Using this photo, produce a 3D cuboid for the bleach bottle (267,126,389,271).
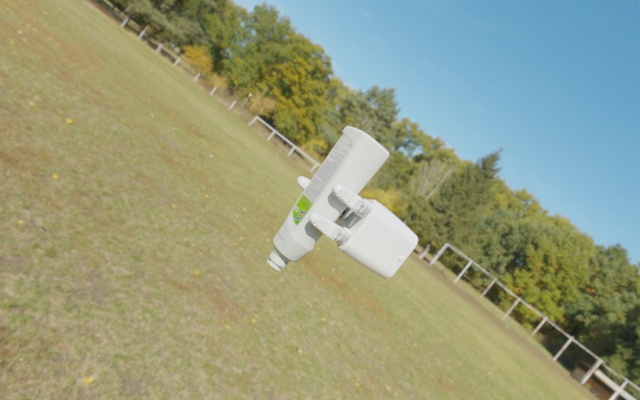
[{"bbox_3d":[0.000,0.002,0.760,0.068,0.251,0.102,37,3,-21],"label":"bleach bottle"}]
